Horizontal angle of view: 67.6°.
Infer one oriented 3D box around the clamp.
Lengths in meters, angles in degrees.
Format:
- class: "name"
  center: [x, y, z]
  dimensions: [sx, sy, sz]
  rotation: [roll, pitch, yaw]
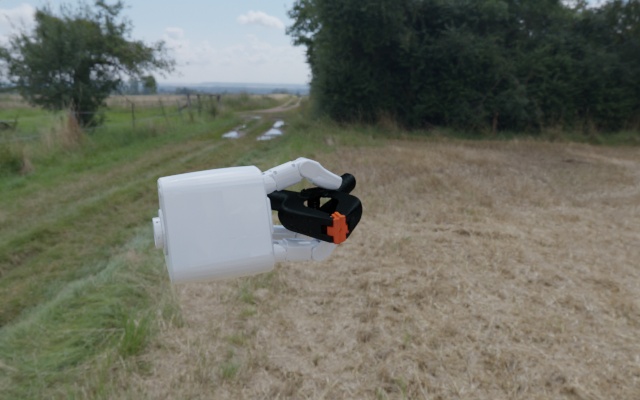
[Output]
- class: "clamp"
  center: [0.000, 0.001, 0.565]
  dimensions: [0.164, 0.036, 0.210]
  rotation: [-10, 17, -21]
